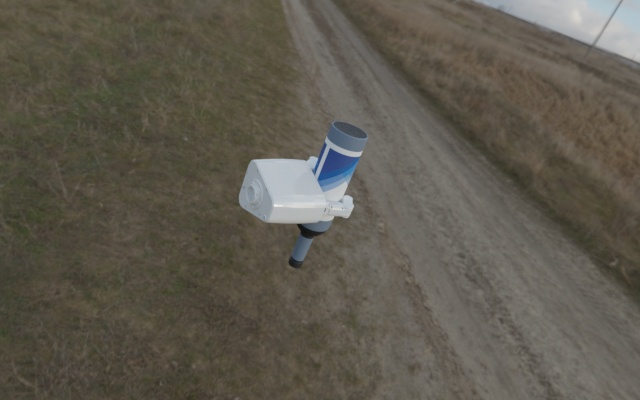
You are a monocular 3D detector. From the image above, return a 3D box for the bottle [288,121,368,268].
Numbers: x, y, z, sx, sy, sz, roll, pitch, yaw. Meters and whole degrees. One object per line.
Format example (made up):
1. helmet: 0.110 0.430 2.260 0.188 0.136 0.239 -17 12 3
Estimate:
1. bottle: 0.000 0.003 0.871 0.069 0.296 0.069 18 27 -9
